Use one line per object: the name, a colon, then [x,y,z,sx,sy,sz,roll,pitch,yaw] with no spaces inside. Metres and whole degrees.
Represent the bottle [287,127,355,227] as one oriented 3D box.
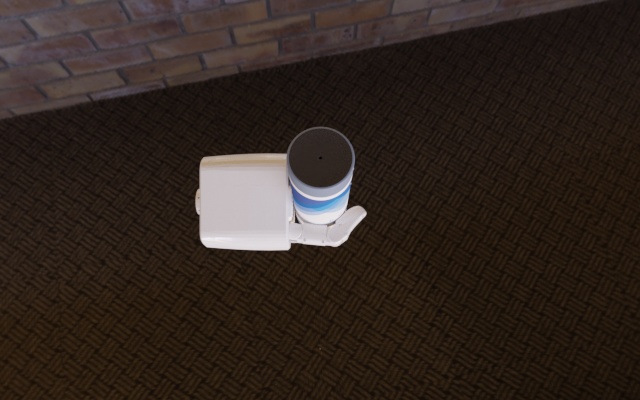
bottle: [0.000,0.002,0.603,0.069,0.069,0.296,0,-17,0]
